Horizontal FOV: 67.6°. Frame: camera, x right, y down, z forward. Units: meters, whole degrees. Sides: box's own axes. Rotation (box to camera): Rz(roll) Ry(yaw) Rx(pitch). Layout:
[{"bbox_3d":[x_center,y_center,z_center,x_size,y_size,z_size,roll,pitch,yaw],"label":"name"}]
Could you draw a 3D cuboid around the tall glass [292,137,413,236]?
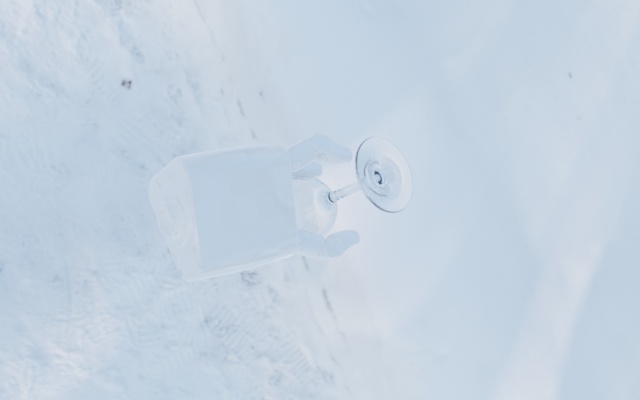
[{"bbox_3d":[0.001,0.002,0.517,0.079,0.079,0.201,0,-15,-39],"label":"tall glass"}]
